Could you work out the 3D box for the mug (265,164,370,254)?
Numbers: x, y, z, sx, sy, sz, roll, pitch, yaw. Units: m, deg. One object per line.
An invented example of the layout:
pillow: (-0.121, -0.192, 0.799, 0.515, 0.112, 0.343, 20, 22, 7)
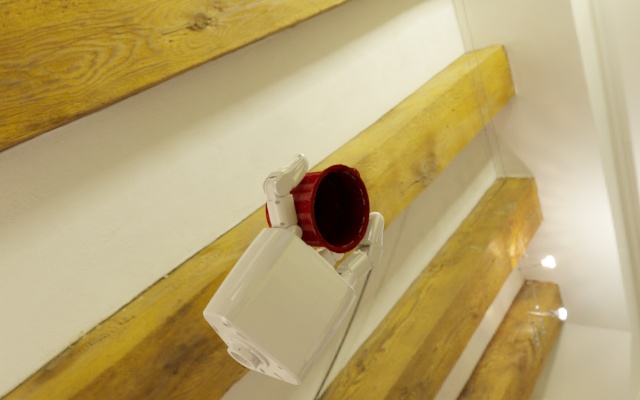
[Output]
mug: (0.001, 0.001, 0.531, 0.081, 0.093, 0.117, -2, 40, 44)
